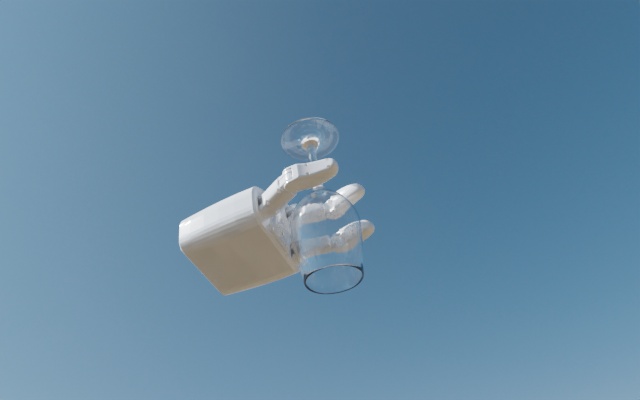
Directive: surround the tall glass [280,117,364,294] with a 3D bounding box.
[{"bbox_3d":[0.000,0.001,0.539,0.079,0.200,0.079,-7,-37,-5],"label":"tall glass"}]
